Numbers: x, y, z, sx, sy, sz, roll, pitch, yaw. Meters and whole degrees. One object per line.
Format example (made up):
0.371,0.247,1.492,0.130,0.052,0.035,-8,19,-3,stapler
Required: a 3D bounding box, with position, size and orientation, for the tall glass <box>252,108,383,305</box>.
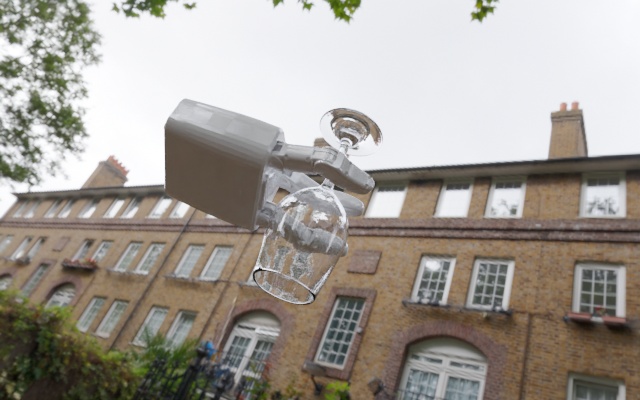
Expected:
0.000,0.001,0.482,0.079,0.201,0.079,16,-32,11,tall glass
